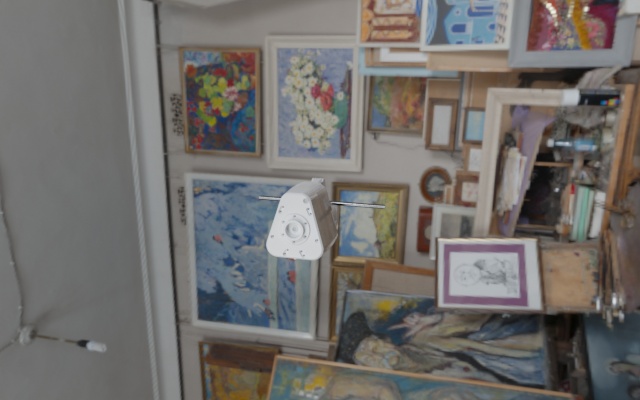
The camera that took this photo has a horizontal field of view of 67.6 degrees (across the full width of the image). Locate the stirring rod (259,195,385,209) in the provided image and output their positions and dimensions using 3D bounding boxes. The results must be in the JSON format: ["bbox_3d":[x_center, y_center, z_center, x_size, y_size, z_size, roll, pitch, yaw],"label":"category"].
[{"bbox_3d":[0.000,0.003,0.899,0.239,0.011,0.011,4,1,11],"label":"stirring rod"}]
